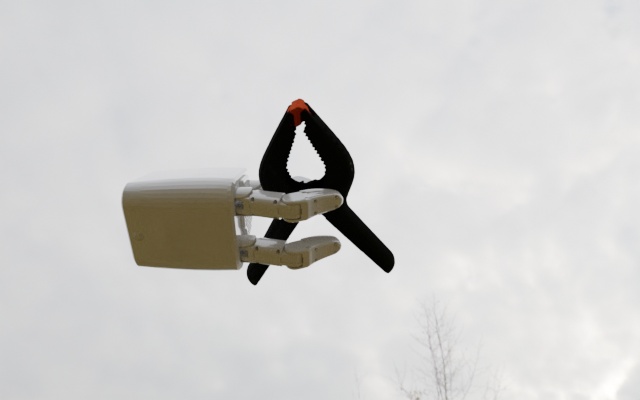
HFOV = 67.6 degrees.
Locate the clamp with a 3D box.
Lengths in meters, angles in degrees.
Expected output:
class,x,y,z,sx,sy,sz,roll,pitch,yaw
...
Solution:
class,x,y,z,sx,sy,sz,roll,pitch,yaw
clamp,0.000,0.001,0.489,0.164,0.210,0.036,0,30,-1
